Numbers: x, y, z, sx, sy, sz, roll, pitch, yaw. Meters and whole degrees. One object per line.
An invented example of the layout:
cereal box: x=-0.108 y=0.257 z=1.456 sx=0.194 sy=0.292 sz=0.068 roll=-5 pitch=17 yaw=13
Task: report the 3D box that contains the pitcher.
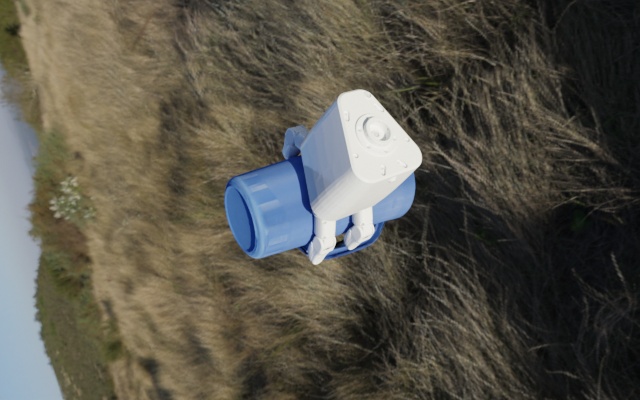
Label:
pitcher: x=0.000 y=0.002 z=0.656 sx=0.243 sy=0.149 sz=0.145 roll=-18 pitch=-14 yaw=-30
